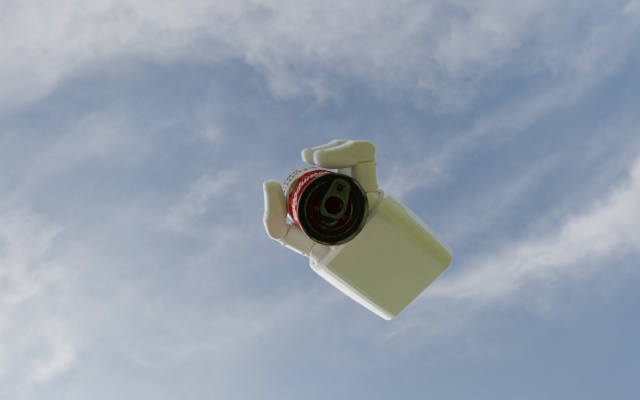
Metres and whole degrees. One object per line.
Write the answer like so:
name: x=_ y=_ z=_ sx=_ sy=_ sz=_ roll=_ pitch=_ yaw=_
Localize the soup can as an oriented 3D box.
soup can: x=0.000 y=0.001 z=0.482 sx=0.068 sy=0.068 sz=0.102 roll=0 pitch=8 yaw=-14
